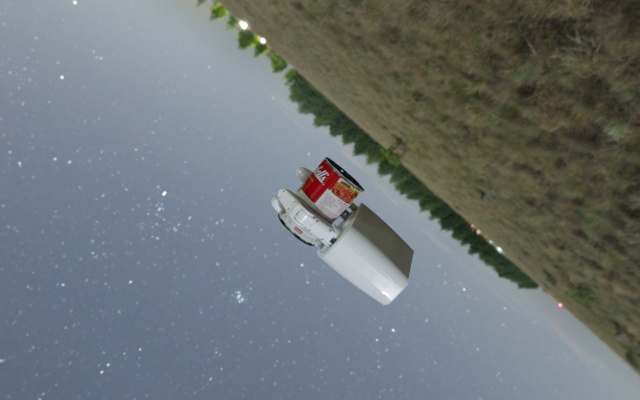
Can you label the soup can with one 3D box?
[{"bbox_3d":[0.000,0.002,0.637,0.068,0.102,0.068,39,10,-9],"label":"soup can"}]
